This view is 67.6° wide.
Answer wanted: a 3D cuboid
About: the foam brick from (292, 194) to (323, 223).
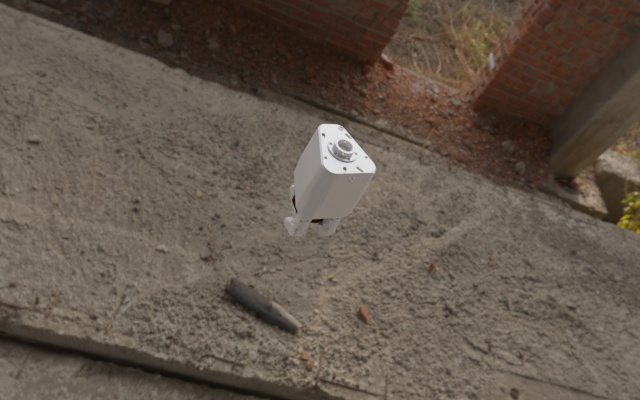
[{"bbox_3d":[0.000,0.003,0.813,0.078,0.053,0.051,-4,-35,-29],"label":"foam brick"}]
